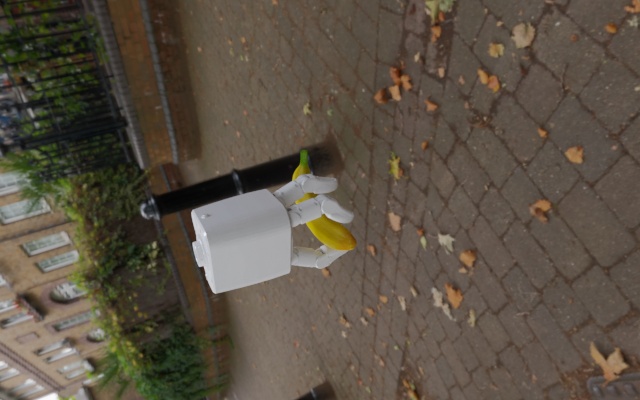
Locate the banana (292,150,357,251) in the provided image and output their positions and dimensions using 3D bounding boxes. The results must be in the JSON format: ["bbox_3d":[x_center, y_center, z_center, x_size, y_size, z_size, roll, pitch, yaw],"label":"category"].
[{"bbox_3d":[-0.004,0.013,0.702,0.037,0.197,0.070,-11,-41,-22],"label":"banana"}]
